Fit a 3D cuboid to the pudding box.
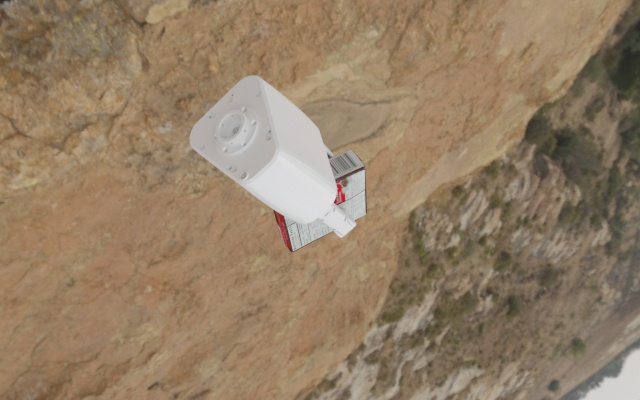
[{"bbox_3d":[0.000,0.002,0.565,0.113,0.039,0.090,-25,-37,-14],"label":"pudding box"}]
